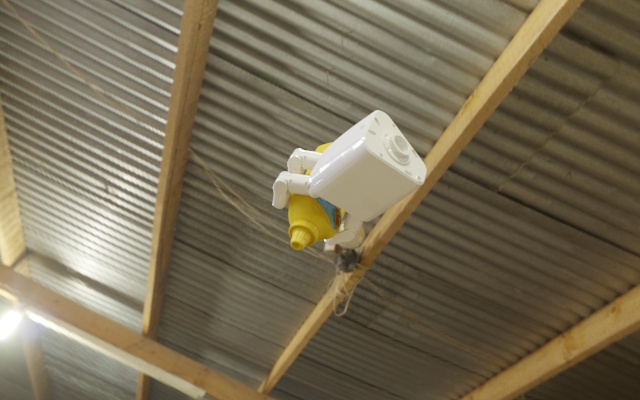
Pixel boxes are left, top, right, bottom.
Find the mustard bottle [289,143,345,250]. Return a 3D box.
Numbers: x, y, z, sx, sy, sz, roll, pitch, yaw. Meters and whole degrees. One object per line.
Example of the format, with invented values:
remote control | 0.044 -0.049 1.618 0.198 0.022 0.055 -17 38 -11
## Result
mustard bottle | 0.000 0.002 0.705 0.058 0.096 0.191 -10 33 30
